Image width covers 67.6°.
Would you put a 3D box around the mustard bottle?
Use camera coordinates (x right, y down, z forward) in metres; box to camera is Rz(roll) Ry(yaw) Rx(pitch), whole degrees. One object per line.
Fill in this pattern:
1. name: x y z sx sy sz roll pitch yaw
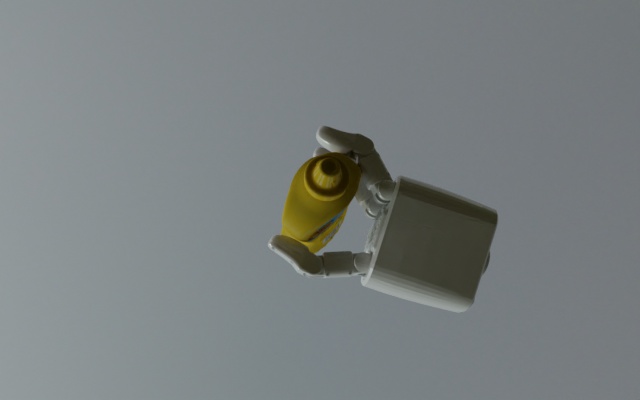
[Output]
1. mustard bottle: 0.000 0.002 0.492 0.058 0.096 0.192 41 -17 8
